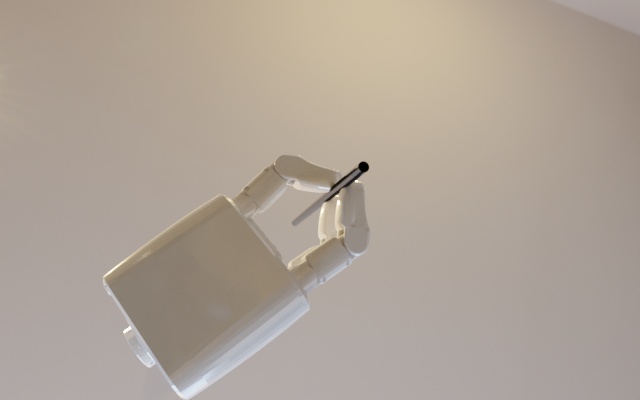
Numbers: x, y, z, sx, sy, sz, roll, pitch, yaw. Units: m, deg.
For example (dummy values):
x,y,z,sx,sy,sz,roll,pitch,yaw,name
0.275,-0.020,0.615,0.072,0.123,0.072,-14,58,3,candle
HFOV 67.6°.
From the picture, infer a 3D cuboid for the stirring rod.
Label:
x,y,z,sx,sy,sz,roll,pitch,yaw,name
0.000,0.001,0.442,0.011,0.011,0.239,0,-12,-15,stirring rod
